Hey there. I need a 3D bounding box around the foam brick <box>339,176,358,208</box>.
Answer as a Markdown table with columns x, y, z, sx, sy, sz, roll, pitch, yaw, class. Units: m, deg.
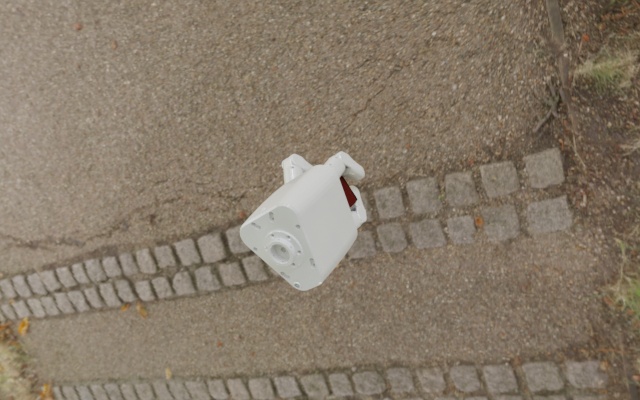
| x | y | z | sx | sy | sz | roll | pitch | yaw | class |
| --- | --- | --- | --- | --- | --- | --- | --- | --- | --- |
| 0.000 | 0.002 | 0.655 | 0.078 | 0.053 | 0.051 | -29 | 8 | 35 | foam brick |
